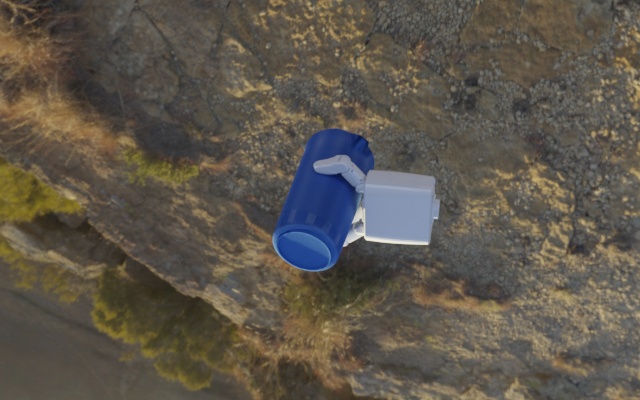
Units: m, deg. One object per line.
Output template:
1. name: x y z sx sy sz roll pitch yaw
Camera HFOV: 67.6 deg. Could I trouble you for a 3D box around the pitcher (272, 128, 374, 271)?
1. pitcher: 0.000 0.003 0.819 0.145 0.149 0.242 5 43 17
